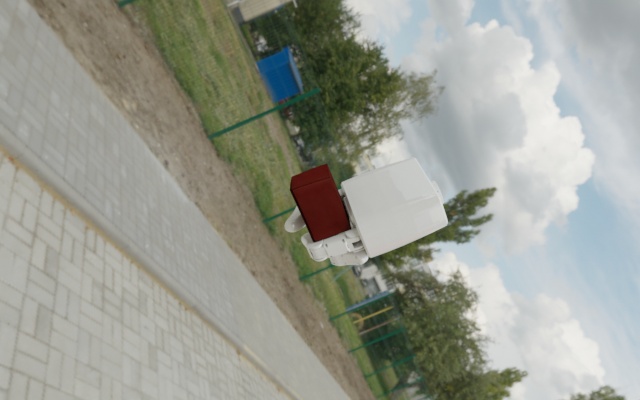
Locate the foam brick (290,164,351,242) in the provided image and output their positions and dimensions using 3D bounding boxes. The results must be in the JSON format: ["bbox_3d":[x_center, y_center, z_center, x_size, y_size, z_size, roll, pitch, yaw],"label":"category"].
[{"bbox_3d":[0.000,0.002,0.601,0.051,0.078,0.053,-21,23,7],"label":"foam brick"}]
